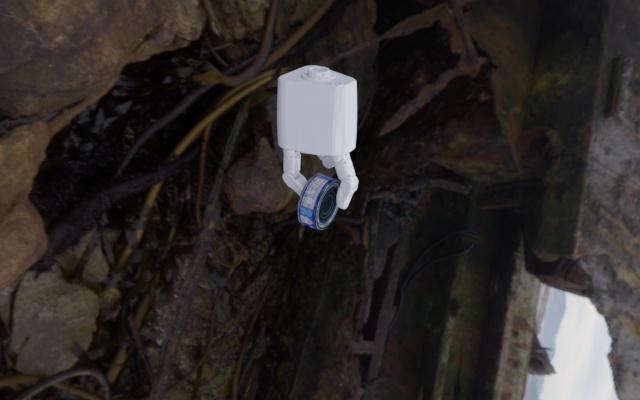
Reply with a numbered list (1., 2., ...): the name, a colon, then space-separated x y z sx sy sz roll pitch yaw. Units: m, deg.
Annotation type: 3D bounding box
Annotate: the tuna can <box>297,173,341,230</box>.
1. tuna can: 0.001 0.003 0.751 0.033 0.086 0.086 20 8 24
